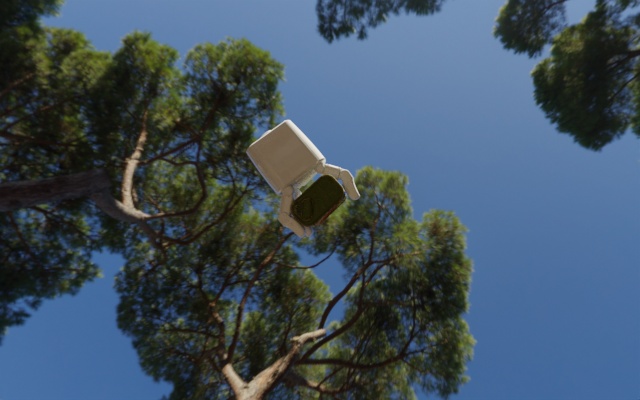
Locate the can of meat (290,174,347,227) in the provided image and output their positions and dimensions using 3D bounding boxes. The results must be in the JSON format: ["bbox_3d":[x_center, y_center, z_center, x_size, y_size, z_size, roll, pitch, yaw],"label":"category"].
[{"bbox_3d":[0.000,0.003,0.900,0.102,0.057,0.084,-43,-9,4],"label":"can of meat"}]
